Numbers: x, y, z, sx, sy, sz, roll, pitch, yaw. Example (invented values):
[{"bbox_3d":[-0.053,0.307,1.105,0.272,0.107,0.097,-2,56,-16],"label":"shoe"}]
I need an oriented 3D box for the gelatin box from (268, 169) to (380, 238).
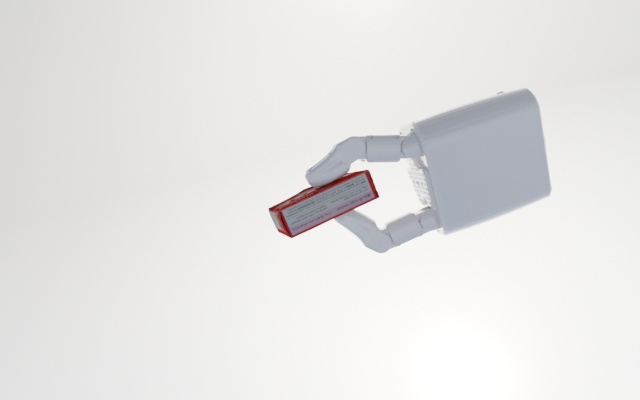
[{"bbox_3d":[0.000,0.002,0.440,0.089,0.030,0.073,-26,6,-11],"label":"gelatin box"}]
